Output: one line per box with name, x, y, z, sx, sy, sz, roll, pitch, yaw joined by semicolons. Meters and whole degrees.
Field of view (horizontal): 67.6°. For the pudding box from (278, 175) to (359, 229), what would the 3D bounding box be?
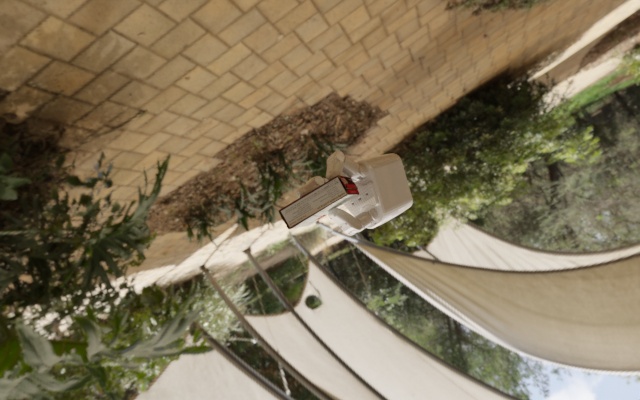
pudding box;0.000;0.003;0.760;0.113;0.039;0.090;-33;-9;13
